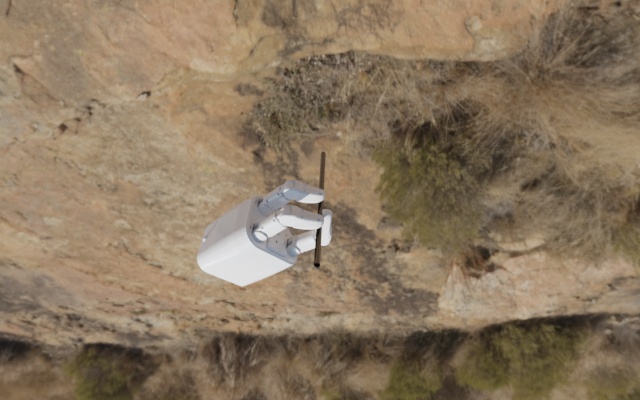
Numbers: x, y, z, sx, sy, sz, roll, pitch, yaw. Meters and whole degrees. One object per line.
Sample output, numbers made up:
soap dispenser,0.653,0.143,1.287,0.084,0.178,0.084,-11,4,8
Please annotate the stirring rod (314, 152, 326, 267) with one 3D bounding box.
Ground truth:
stirring rod,0.000,0.002,0.688,0.011,0.011,0.239,0,41,3
